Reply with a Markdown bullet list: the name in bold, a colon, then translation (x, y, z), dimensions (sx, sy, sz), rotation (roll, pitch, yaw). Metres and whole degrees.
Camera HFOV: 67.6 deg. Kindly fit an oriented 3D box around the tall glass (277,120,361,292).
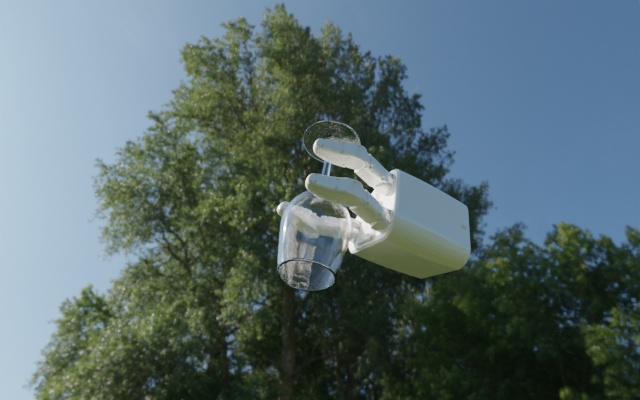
- **tall glass**: translation (0.000, 0.001, 0.547), dimensions (0.079, 0.201, 0.079), rotation (7, -40, 6)
